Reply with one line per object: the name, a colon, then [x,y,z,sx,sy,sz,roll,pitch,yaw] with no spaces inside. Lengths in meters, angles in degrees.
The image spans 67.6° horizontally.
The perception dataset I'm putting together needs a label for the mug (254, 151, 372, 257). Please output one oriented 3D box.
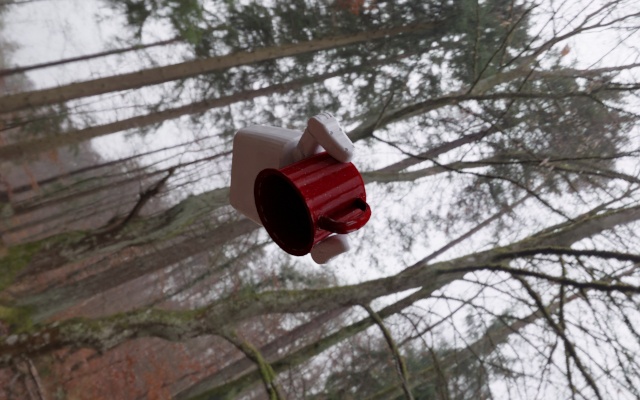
mug: [0.001,0.002,0.476,0.081,0.093,0.117,-26,33,-35]
